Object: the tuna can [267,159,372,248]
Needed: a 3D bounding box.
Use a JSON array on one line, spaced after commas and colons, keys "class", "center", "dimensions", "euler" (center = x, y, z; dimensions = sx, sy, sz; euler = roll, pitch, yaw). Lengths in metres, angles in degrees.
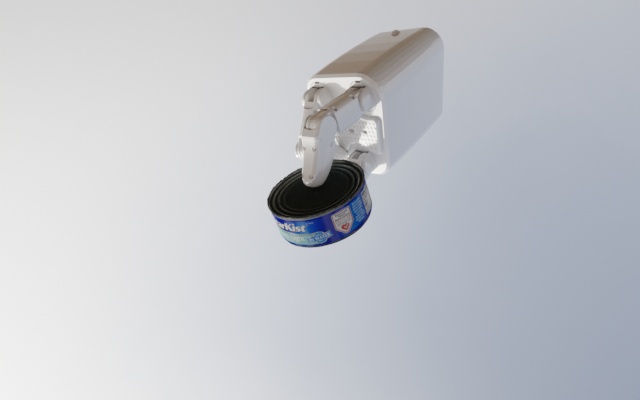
[{"class": "tuna can", "center": [0.000, 0.002, 0.409], "dimensions": [0.086, 0.034, 0.086], "euler": [-15, 32, 9]}]
